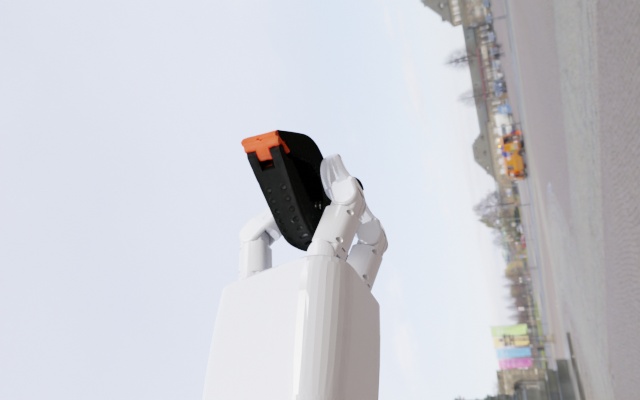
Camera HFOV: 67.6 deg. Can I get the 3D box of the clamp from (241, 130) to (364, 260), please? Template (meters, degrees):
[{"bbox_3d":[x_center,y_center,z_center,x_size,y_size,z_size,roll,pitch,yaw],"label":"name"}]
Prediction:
[{"bbox_3d":[-0.001,0.001,0.405,0.036,0.164,0.210,-13,-40,19],"label":"clamp"}]
